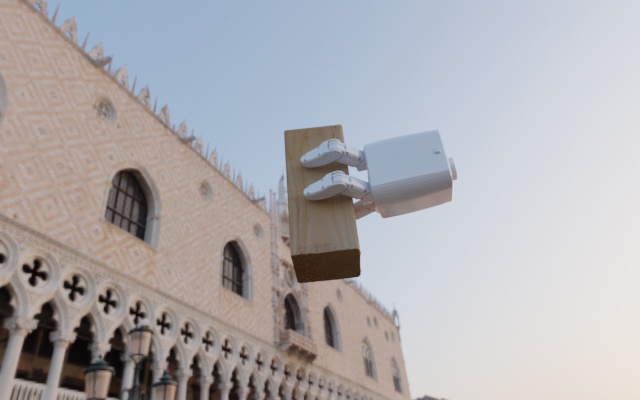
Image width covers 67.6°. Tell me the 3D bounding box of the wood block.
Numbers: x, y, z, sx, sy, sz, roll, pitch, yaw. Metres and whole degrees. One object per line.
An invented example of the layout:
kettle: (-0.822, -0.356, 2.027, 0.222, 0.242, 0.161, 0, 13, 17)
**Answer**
wood block: (0.001, 0.002, 0.682, 0.090, 0.206, 0.091, -6, -33, 1)
